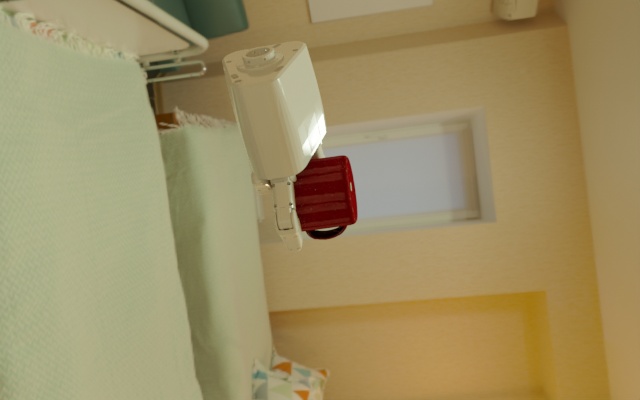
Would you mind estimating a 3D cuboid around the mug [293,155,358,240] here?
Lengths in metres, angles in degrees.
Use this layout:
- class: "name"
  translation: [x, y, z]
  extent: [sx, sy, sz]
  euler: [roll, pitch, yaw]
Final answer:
- class: "mug"
  translation: [0.001, 0.003, 0.564]
  extent: [0.081, 0.117, 0.093]
  euler: [-8, 37, 9]
